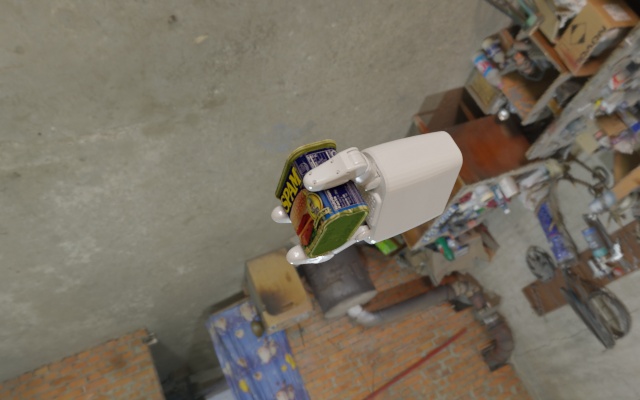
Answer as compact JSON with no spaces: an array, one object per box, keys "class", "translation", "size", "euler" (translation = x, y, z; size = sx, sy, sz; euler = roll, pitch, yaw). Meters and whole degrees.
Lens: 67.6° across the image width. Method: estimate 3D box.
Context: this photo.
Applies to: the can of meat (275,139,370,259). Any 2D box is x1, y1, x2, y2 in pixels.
[{"class":"can of meat","translation":[0.000,0.002,0.499],"size":[0.057,0.084,0.102],"euler":[-17,-24,-25]}]
